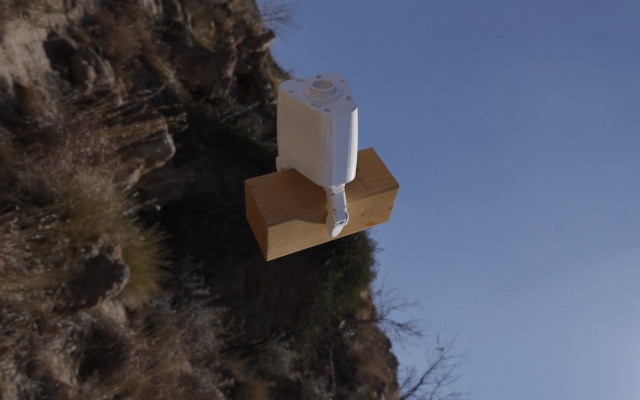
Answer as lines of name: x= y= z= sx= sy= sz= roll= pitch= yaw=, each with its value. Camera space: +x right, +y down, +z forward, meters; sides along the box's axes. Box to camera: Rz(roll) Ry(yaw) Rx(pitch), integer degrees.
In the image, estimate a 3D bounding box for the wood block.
wood block: x=0.000 y=0.002 z=0.713 sx=0.206 sy=0.090 sz=0.090 roll=-16 pitch=-36 yaw=-19
